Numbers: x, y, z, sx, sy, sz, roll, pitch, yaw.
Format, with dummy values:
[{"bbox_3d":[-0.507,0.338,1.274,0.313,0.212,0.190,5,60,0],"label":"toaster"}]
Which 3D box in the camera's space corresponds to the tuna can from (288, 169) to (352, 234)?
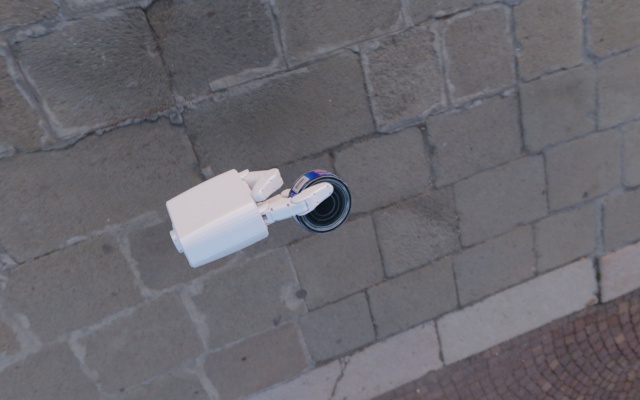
[{"bbox_3d":[0.000,0.002,0.662,0.086,0.086,0.033,0,15,-23],"label":"tuna can"}]
